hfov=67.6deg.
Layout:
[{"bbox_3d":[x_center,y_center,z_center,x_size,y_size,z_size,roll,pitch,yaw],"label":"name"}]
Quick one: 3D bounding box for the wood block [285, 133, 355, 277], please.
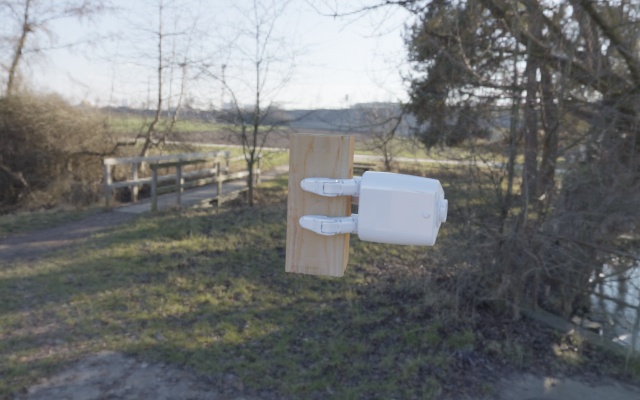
[{"bbox_3d":[0.001,0.002,0.735,0.090,0.206,0.091,4,9,8],"label":"wood block"}]
